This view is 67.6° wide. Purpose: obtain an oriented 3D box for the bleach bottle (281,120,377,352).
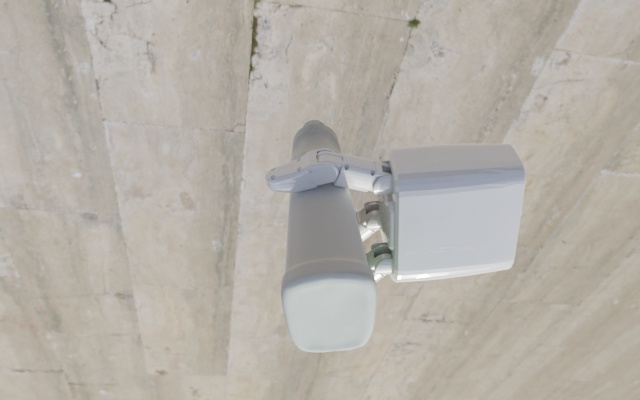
[{"bbox_3d":[0.000,0.002,0.434,0.068,0.103,0.250,-4,43,-1],"label":"bleach bottle"}]
